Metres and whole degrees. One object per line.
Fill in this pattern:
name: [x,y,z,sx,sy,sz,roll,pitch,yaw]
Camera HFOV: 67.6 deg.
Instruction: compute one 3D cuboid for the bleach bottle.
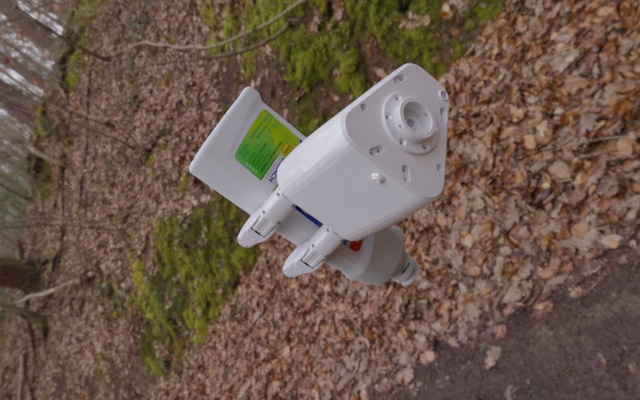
bleach bottle: [0.000,0.002,0.485,0.251,0.102,0.068,35,-31,-13]
